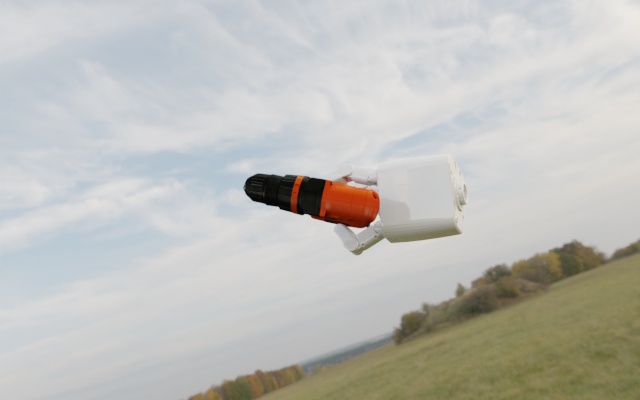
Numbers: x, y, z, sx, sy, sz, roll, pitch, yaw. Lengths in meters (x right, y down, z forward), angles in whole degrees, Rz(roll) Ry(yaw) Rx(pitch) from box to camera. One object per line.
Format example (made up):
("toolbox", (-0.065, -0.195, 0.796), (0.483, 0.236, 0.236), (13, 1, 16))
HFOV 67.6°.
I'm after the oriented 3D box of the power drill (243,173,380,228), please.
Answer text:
("power drill", (0.000, 0.002, 0.696), (0.184, 0.057, 0.187), (12, -1, 13))
